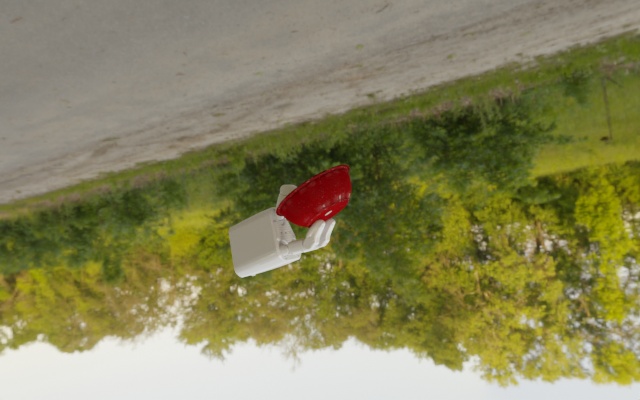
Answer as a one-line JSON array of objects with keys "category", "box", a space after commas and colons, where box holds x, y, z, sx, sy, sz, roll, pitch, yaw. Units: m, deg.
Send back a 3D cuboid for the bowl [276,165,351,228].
[{"category": "bowl", "box": [0.001, 0.002, 0.881, 0.162, 0.055, 0.162, -32, -14, -9]}]
